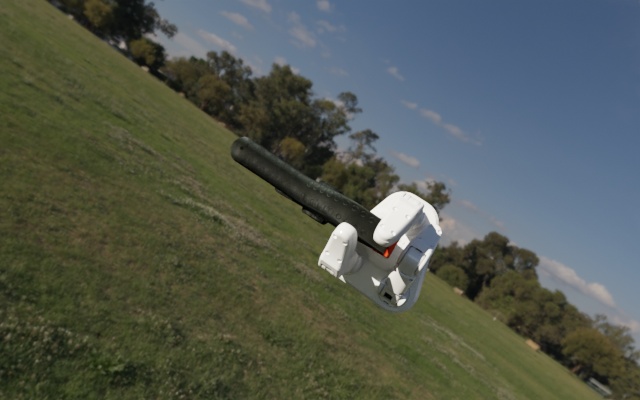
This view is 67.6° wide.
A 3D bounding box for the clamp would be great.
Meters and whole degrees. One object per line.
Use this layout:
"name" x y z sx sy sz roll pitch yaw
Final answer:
"clamp" 0.001 0.001 0.460 0.171 0.039 0.120 34 2 15
